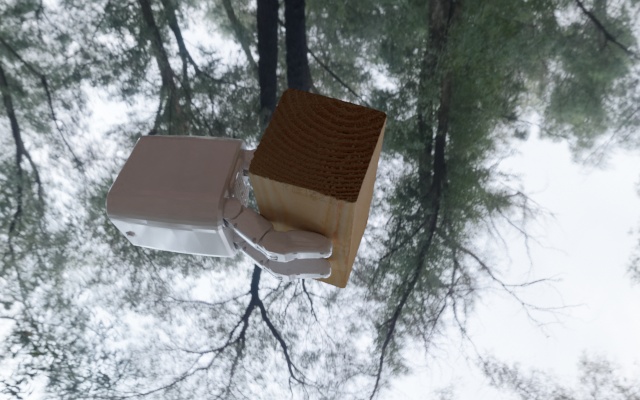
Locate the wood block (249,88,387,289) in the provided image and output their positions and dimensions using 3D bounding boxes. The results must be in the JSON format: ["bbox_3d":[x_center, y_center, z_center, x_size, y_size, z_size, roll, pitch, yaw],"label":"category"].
[{"bbox_3d":[0.000,0.001,0.464,0.090,0.090,0.206,16,-26,9],"label":"wood block"}]
